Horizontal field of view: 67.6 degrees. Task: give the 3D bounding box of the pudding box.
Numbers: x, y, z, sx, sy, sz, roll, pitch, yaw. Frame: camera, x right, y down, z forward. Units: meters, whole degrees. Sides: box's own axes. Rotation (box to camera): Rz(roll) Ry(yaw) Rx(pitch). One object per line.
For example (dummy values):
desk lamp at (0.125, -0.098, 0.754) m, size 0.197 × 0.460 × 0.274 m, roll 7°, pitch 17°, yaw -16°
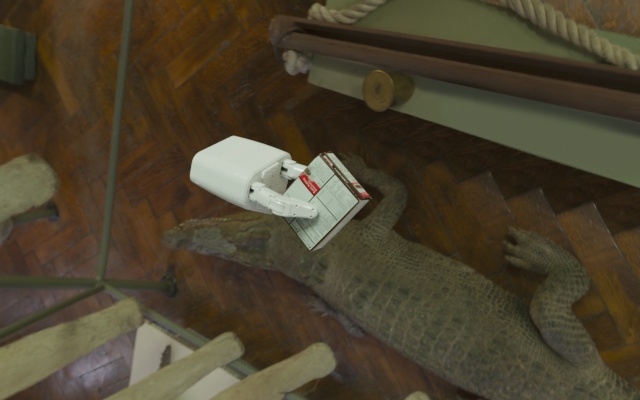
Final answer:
pudding box at (0.000, 0.002, 0.660) m, size 0.113 × 0.090 × 0.039 m, roll -47°, pitch -15°, yaw 28°
